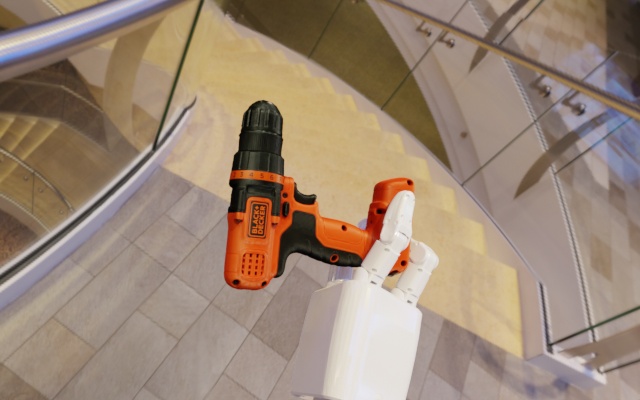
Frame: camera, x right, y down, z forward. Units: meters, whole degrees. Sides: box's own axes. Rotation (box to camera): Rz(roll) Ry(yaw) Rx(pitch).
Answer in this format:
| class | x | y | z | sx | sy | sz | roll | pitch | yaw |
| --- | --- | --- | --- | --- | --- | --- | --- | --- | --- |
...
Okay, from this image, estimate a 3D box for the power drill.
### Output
| class | x | y | z | sx | sy | sz | roll | pitch | yaw |
| --- | --- | --- | --- | --- | --- | --- | --- | --- | --- |
| power drill | 0.000 | 0.002 | 0.484 | 0.187 | 0.184 | 0.057 | 7 | -5 | -17 |
